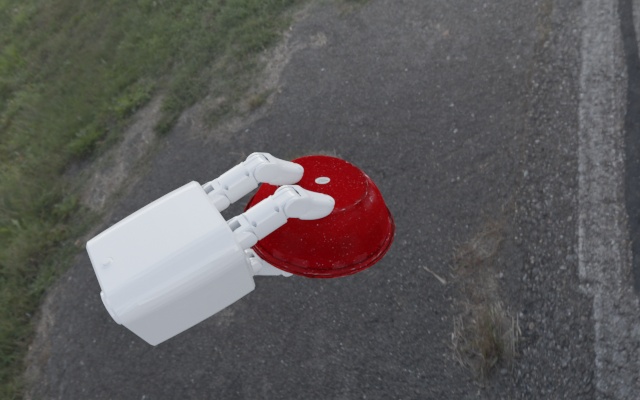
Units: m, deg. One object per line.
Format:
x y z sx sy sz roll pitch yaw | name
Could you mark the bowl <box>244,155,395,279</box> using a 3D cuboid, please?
0.001 0.001 0.491 0.162 0.055 0.162 3 40 -3 | bowl
